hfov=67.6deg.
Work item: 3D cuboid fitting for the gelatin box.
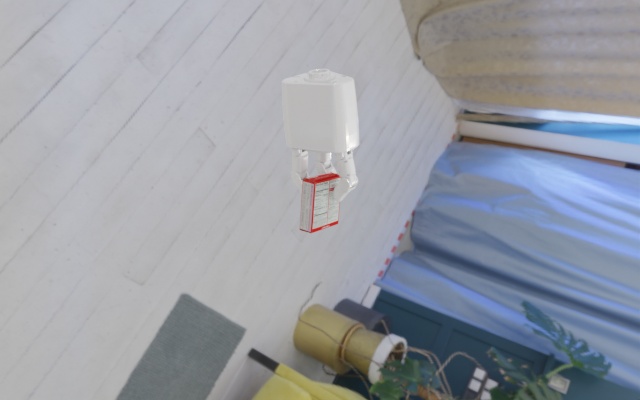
[{"bbox_3d":[0.000,0.003,0.789,0.030,0.089,0.073,15,20,36],"label":"gelatin box"}]
